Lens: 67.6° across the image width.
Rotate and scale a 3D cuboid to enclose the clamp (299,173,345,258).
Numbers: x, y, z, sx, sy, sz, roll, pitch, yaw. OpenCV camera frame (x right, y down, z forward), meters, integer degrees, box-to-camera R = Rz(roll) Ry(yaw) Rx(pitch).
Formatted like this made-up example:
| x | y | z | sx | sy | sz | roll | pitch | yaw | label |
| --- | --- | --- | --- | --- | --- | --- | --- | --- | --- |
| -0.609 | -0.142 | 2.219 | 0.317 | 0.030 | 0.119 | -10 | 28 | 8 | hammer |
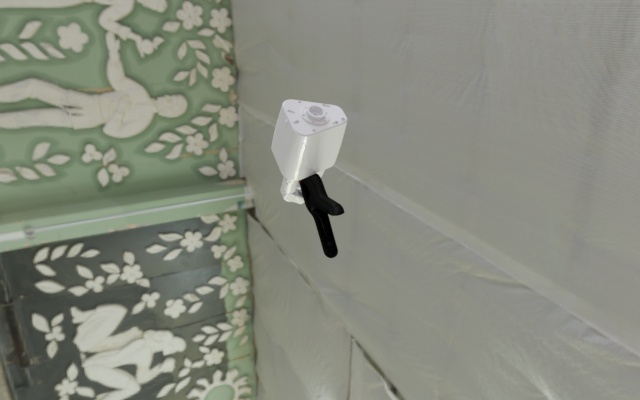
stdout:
| x | y | z | sx | sy | sz | roll | pitch | yaw | label |
| --- | --- | --- | --- | --- | --- | --- | --- | --- | --- |
| 0.001 | 0.003 | 0.837 | 0.039 | 0.171 | 0.120 | -10 | -35 | -24 | clamp |
